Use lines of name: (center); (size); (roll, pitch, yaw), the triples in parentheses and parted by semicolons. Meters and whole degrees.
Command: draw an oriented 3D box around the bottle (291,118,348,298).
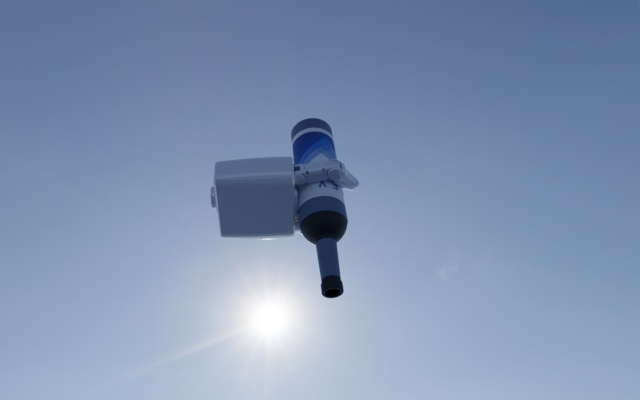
bottle: (0.000, 0.002, 0.673); (0.069, 0.295, 0.069); (-4, -41, -4)
